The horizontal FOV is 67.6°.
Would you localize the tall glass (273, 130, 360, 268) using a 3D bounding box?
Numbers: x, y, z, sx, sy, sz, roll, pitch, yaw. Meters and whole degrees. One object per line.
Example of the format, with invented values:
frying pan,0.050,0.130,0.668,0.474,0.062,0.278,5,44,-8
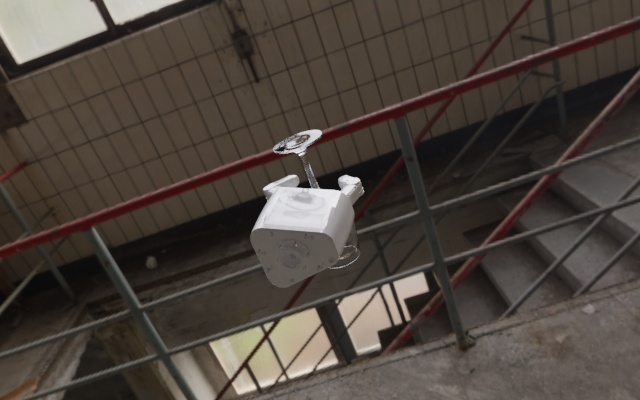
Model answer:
tall glass,0.000,0.002,0.708,0.079,0.201,0.079,-18,23,8
